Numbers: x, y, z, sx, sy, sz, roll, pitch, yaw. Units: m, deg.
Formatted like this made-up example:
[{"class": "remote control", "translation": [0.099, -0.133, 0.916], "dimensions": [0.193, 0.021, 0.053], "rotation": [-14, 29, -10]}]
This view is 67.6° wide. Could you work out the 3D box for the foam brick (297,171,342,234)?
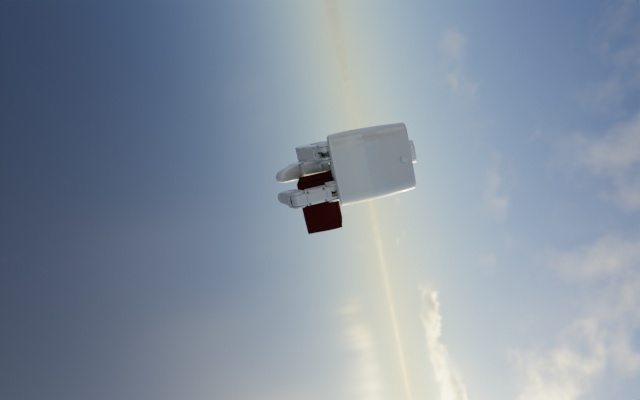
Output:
[{"class": "foam brick", "translation": [0.000, 0.003, 0.694], "dimensions": [0.051, 0.078, 0.053], "rotation": [-11, 14, 5]}]
